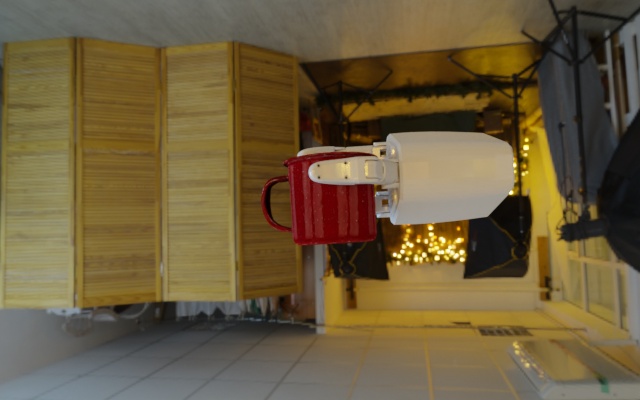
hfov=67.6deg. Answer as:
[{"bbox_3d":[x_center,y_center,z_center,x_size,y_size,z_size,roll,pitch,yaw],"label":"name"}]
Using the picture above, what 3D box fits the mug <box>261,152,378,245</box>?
[{"bbox_3d":[-0.001,0.002,0.465,0.117,0.081,0.093,-4,-4,3],"label":"mug"}]
